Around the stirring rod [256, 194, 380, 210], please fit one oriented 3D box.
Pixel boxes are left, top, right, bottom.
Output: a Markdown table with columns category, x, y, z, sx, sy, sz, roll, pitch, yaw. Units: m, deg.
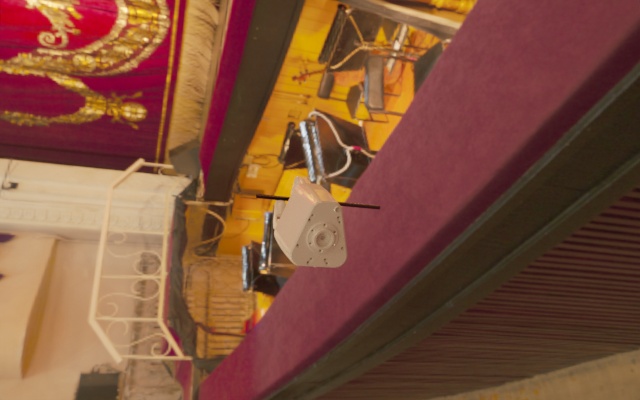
| category | x | y | z | sx | sy | sz | roll | pitch | yaw |
| --- | --- | --- | --- | --- | --- | --- | --- | --- | --- |
| stirring rod | 0.000 | 0.003 | 0.887 | 0.239 | 0.011 | 0.011 | 5 | -2 | -18 |
